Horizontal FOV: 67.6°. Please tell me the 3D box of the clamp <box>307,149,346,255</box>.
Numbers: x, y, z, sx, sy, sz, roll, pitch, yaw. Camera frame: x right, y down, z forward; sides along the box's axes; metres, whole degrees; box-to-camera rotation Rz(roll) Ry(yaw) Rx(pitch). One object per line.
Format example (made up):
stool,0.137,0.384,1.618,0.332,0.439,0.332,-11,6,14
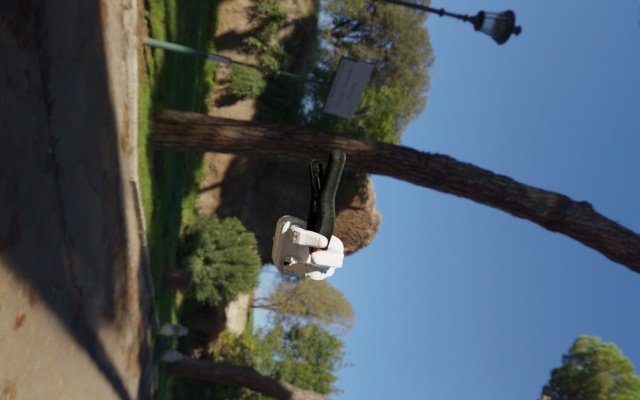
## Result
clamp,0.001,0.003,0.783,0.039,0.171,0.120,10,2,-14
